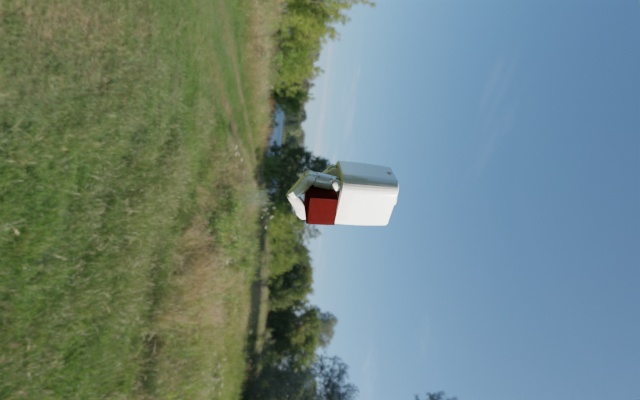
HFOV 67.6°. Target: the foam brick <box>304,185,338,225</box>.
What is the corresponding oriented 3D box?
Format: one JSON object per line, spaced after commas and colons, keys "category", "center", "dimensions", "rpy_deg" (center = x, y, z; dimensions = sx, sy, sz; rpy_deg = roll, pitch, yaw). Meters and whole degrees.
{"category": "foam brick", "center": [0.000, 0.003, 0.853], "dimensions": [0.051, 0.053, 0.078], "rpy_deg": [5, 26, -8]}
